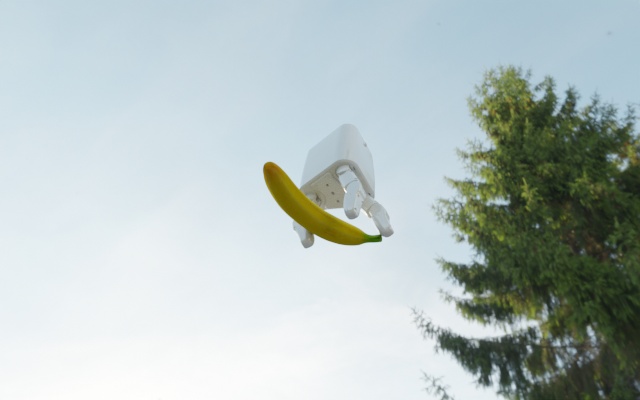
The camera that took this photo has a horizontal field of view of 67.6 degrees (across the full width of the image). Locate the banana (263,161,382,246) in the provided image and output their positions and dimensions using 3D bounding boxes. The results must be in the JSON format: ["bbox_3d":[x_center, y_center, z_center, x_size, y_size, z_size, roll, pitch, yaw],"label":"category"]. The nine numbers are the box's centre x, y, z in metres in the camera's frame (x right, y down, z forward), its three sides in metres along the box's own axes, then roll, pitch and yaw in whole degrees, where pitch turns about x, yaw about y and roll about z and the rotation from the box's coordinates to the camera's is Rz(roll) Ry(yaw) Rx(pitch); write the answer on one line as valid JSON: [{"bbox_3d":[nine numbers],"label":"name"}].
[{"bbox_3d":[-0.008,0.014,0.660,0.198,0.037,0.070,32,-50,-21],"label":"banana"}]
